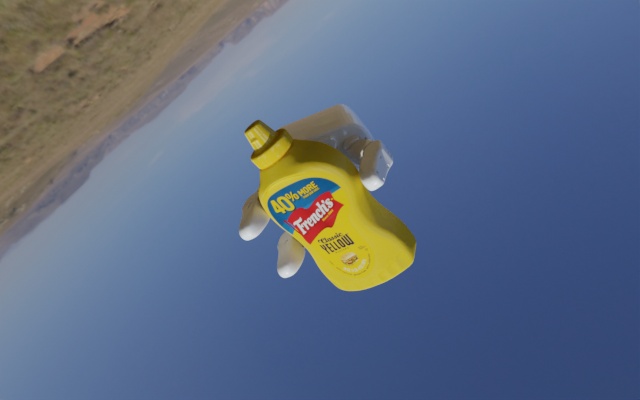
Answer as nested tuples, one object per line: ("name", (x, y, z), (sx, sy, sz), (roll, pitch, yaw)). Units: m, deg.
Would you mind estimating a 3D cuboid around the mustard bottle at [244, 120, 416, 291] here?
("mustard bottle", (0.000, 0.002, 0.447), (0.096, 0.192, 0.058), (-26, 26, 34))
